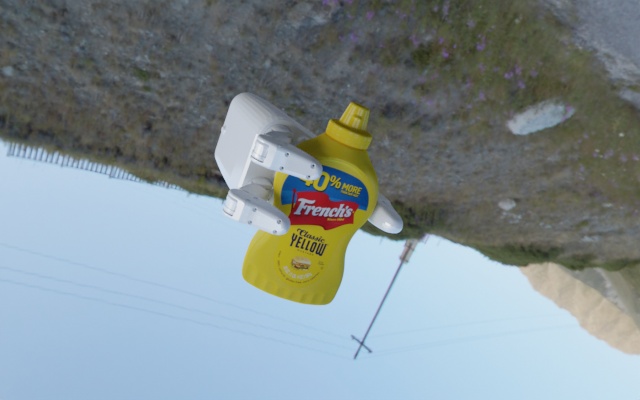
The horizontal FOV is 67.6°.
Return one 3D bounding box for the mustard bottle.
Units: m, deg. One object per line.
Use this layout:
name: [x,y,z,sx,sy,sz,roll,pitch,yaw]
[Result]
mustard bottle: [0.000,0.002,0.445,0.096,0.192,0.058,20,18,-9]
